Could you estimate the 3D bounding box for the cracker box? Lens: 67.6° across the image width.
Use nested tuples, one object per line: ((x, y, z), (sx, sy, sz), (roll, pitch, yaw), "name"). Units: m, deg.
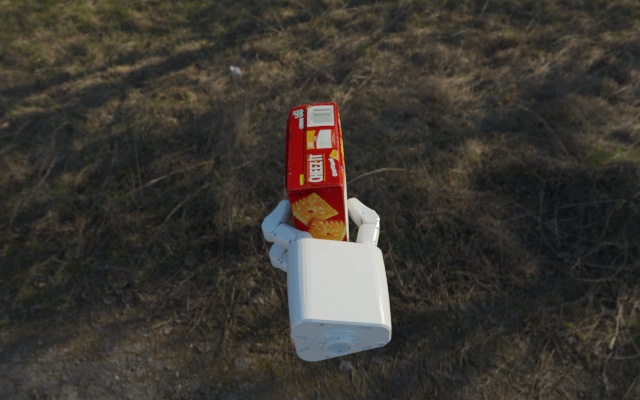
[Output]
((0.000, 0.002, 0.652), (0.072, 0.164, 0.214), (-4, -44, 3), "cracker box")
